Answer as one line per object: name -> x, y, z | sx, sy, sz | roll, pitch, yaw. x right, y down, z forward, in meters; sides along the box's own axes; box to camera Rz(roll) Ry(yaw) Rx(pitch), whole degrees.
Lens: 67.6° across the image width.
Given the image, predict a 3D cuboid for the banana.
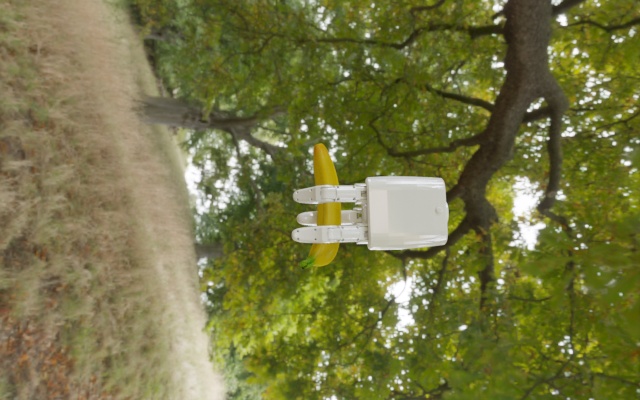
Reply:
banana -> 0.007, 0.014, 0.692 | 0.037, 0.197, 0.070 | -7, -29, 21
